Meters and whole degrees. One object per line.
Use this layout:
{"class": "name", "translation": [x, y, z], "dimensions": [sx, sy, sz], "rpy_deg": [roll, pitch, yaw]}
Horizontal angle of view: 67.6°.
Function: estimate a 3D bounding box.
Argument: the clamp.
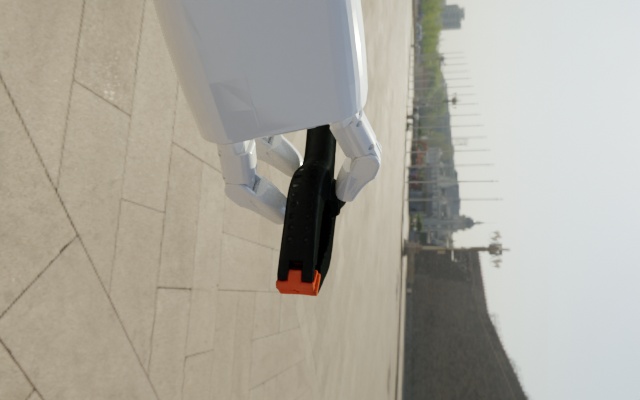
{"class": "clamp", "translation": [0.001, 0.002, 0.411], "dimensions": [0.036, 0.209, 0.165], "rpy_deg": [1, -43, 10]}
